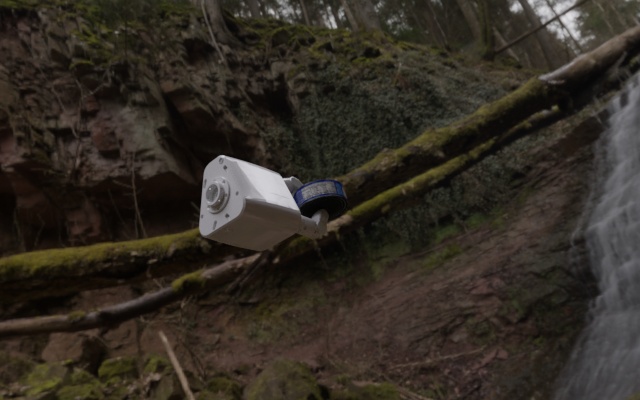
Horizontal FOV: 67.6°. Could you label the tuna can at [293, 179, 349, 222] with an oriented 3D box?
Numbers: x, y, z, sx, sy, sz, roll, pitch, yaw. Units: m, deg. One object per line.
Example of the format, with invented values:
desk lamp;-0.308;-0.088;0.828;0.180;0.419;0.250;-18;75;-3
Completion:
tuna can;0.000;0.002;0.760;0.086;0.033;0.086;-11;-30;-6
